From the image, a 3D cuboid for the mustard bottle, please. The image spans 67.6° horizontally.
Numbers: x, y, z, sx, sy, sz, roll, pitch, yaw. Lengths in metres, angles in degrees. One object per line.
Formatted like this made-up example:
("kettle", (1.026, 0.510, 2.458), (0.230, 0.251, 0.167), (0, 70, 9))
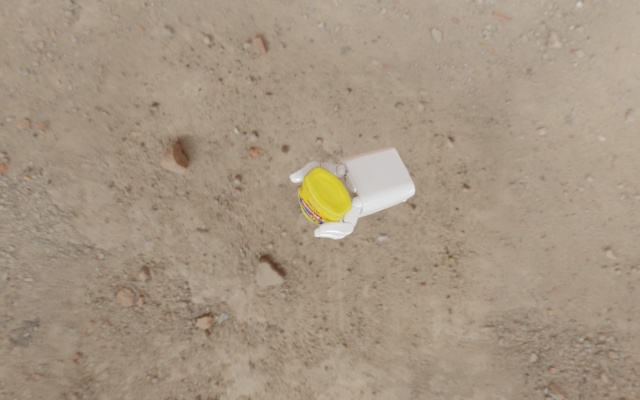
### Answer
("mustard bottle", (0.000, 0.003, 0.896), (0.058, 0.096, 0.192), (-42, -3, -14))
